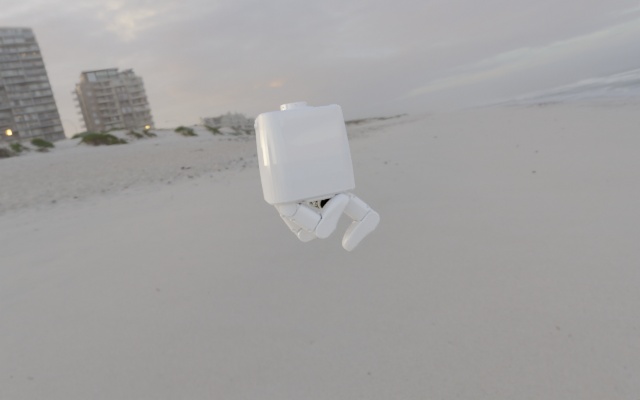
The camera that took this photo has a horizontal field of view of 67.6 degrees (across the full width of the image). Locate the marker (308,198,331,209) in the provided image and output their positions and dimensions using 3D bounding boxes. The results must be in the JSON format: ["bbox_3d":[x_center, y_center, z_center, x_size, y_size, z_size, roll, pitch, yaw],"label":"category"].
[{"bbox_3d":[0.000,0.002,0.652,0.020,0.020,0.121,0,4,-12],"label":"marker"}]
